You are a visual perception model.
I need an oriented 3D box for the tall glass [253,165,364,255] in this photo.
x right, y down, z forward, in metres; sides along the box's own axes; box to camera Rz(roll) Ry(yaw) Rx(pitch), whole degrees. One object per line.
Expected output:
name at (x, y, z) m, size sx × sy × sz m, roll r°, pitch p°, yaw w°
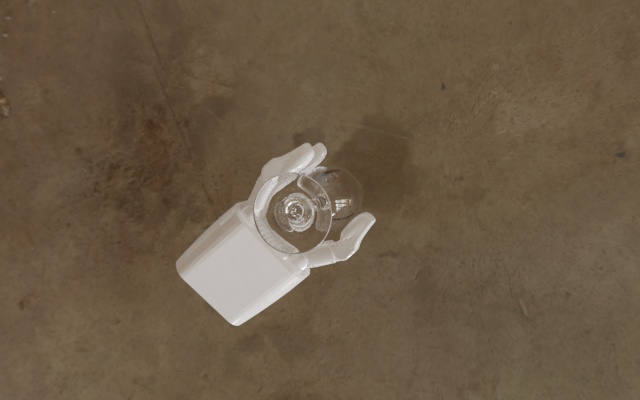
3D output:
tall glass at (0.000, 0.002, 0.518) m, size 0.079 × 0.079 × 0.201 m, roll 0°, pitch 6°, yaw 16°
